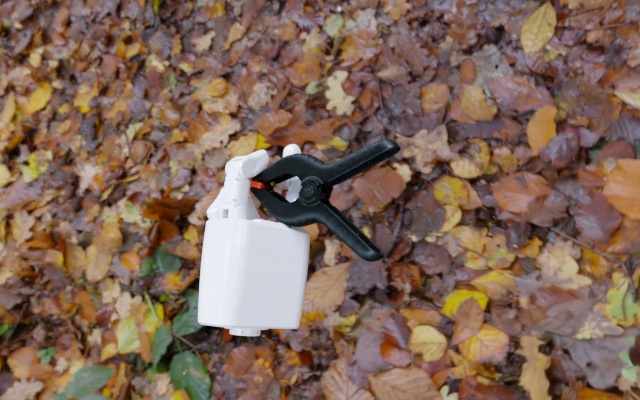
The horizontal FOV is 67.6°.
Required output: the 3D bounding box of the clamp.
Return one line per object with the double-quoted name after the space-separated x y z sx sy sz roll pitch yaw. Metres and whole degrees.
0.000 0.001 0.498 0.171 0.120 0.039 -3 -13 30 "clamp"
